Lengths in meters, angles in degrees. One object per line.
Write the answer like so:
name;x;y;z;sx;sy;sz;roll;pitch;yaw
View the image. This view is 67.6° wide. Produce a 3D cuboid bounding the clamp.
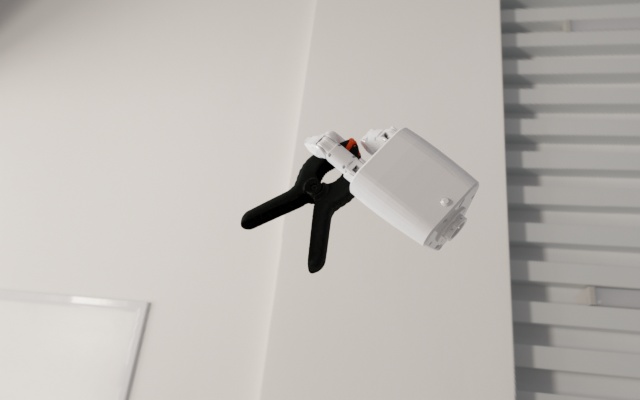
clamp;0.000;0.002;0.566;0.120;0.171;0.039;40;-10;23
